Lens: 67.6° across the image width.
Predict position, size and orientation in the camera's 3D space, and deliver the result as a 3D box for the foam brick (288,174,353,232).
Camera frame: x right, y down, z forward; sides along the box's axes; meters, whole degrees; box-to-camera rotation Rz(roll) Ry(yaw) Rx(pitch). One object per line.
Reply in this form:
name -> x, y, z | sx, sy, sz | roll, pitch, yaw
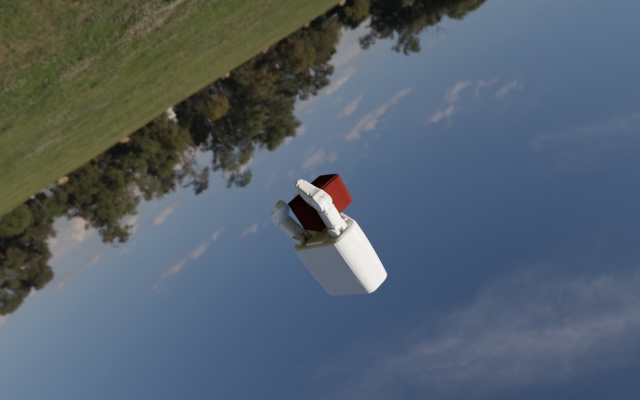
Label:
foam brick -> 0.000, 0.002, 0.735 | 0.078, 0.051, 0.053 | -43, 21, -23
